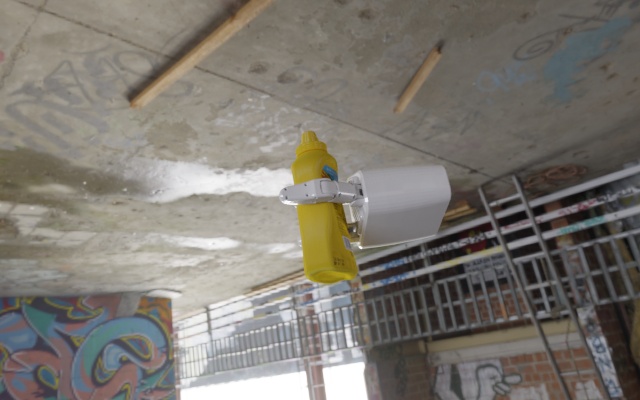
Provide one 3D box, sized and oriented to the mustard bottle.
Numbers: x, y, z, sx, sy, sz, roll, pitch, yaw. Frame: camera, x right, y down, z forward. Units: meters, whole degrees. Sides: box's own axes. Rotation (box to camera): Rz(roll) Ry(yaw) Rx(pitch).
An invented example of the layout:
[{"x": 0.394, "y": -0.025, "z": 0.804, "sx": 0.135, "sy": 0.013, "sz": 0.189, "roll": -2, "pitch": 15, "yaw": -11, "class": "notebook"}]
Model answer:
[{"x": 0.000, "y": 0.002, "z": 0.590, "sx": 0.058, "sy": 0.191, "sz": 0.096, "roll": -15, "pitch": -20, "yaw": 17, "class": "mustard bottle"}]
